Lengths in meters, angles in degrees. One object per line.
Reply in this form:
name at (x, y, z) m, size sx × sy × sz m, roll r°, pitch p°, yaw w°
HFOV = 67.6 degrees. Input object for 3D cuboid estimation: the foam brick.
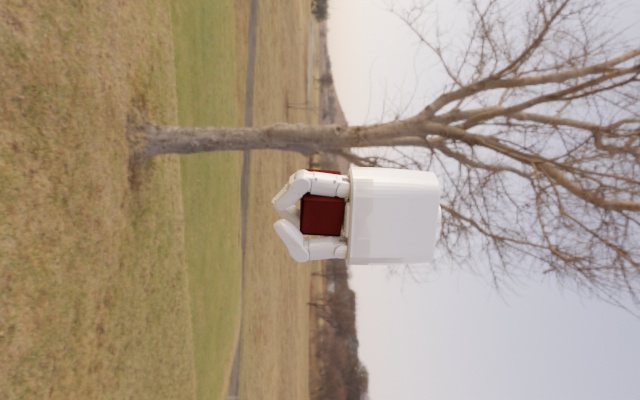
foam brick at (0.000, 0.002, 0.602) m, size 0.051 × 0.053 × 0.078 m, roll 2°, pitch 33°, yaw -3°
